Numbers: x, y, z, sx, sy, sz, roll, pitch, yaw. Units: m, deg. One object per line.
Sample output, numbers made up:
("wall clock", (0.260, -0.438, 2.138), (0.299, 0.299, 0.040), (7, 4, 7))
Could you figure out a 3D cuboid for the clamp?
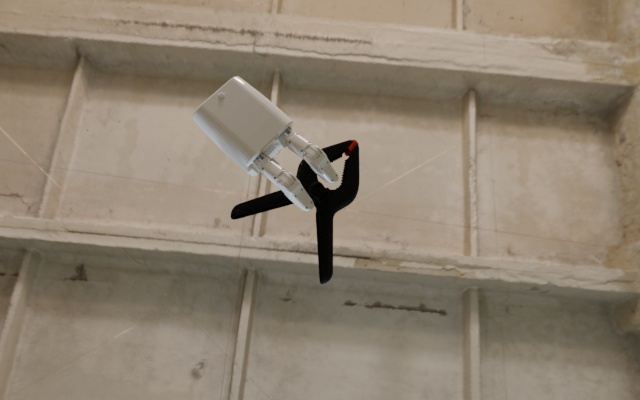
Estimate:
("clamp", (0.000, 0.002, 0.686), (0.164, 0.210, 0.036), (43, -20, -1))
